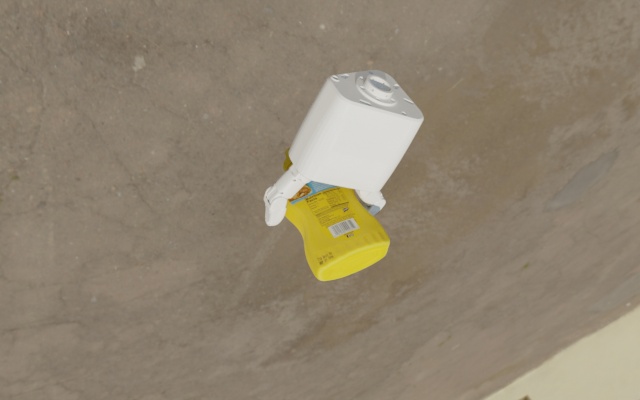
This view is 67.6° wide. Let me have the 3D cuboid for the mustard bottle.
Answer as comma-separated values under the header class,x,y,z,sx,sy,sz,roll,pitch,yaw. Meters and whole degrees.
class,x,y,z,sx,sy,sz,roll,pitch,yaw
mustard bottle,0.000,0.002,0.598,0.096,0.191,0.058,-20,-33,-16
